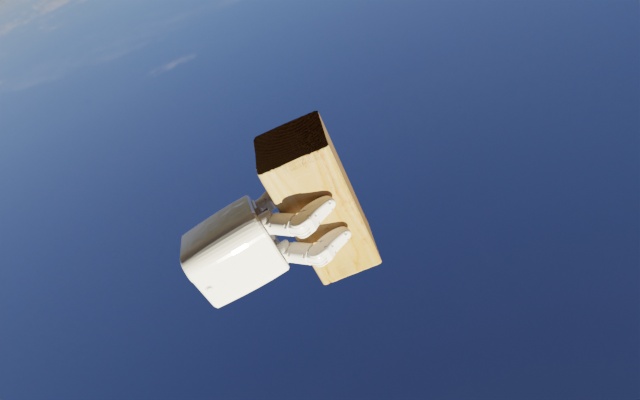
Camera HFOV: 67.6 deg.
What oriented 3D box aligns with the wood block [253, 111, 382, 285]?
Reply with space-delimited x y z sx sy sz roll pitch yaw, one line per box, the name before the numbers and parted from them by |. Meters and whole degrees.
wood block | 0.000 0.002 0.624 0.090 0.206 0.090 -23 38 6
